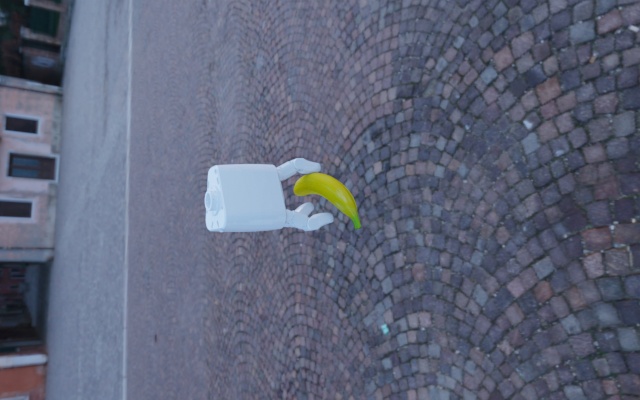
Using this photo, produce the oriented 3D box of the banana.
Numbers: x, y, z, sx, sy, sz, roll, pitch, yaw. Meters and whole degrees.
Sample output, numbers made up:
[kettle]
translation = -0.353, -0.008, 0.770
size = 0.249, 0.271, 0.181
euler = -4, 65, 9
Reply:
[banana]
translation = 0.004, -0.014, 0.838
size = 0.037, 0.070, 0.197
euler = -6, 22, -33
